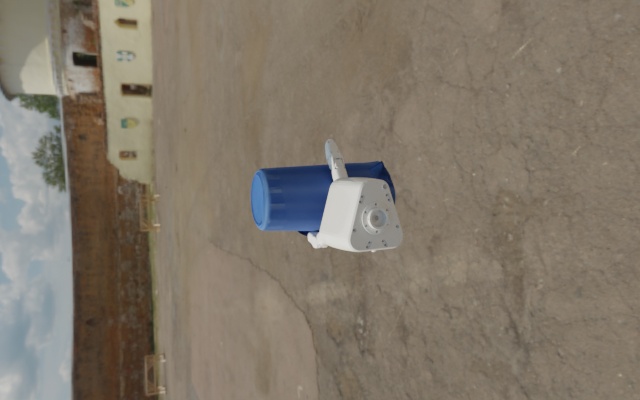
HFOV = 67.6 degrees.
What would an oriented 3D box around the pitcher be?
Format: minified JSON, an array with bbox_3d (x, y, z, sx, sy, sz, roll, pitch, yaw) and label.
[{"bbox_3d":[0.000,0.003,0.873,0.243,0.149,0.145,-2,4,-22],"label":"pitcher"}]
